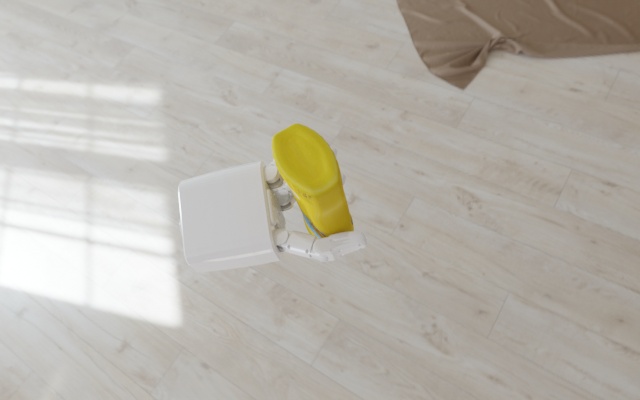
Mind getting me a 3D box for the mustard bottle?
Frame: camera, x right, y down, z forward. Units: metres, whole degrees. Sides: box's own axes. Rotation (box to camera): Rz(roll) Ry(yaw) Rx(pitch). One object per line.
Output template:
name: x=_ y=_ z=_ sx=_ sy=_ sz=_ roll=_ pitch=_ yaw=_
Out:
mustard bottle: x=0.000 y=0.002 z=0.560 sx=0.058 sy=0.096 sz=0.192 roll=-32 pitch=-31 yaw=-7
